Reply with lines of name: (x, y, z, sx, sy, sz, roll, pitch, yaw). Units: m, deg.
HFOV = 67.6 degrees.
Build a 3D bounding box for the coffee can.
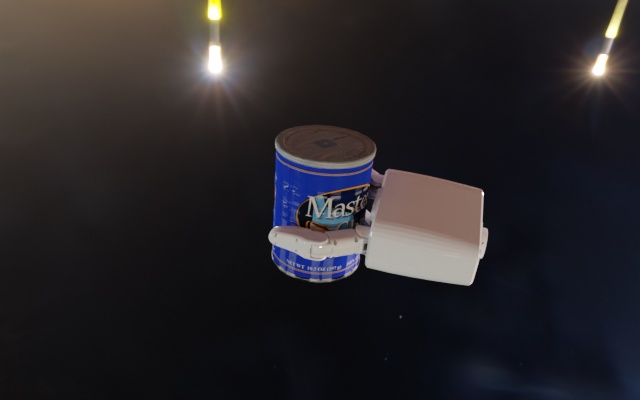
coffee can: (0.000, 0.002, 0.518, 0.103, 0.140, 0.102, 4, 28, -2)
